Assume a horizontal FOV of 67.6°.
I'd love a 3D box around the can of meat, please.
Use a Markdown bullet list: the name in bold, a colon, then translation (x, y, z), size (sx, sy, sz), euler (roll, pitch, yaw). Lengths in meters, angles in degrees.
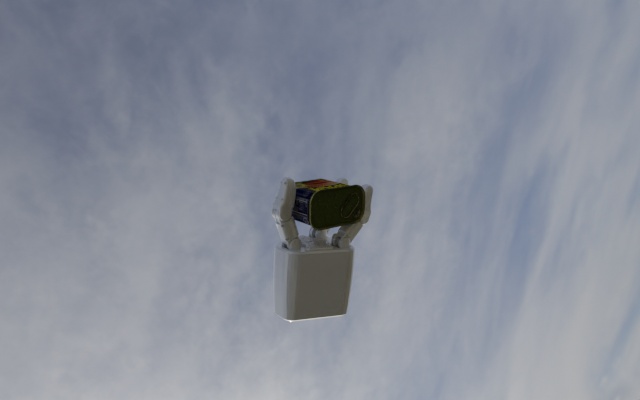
- **can of meat**: translation (0.000, 0.002, 0.699), size (0.102, 0.057, 0.084), euler (-9, 16, -38)
